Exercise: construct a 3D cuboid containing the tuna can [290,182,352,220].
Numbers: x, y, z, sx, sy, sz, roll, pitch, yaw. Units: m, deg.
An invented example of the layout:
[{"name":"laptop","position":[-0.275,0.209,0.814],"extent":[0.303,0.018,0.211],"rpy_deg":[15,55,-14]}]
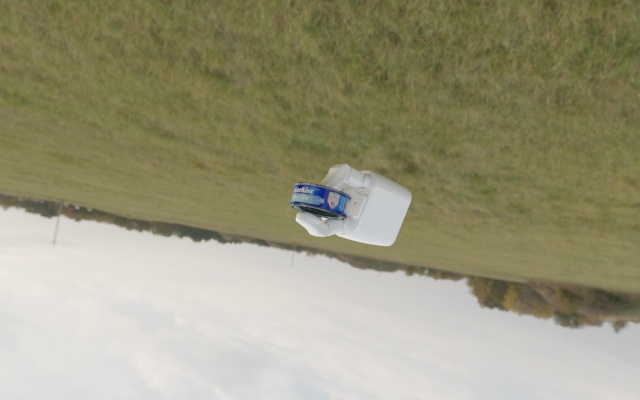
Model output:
[{"name":"tuna can","position":[0.000,0.003,0.695],"extent":[0.086,0.033,0.086],"rpy_deg":[14,-9,2]}]
